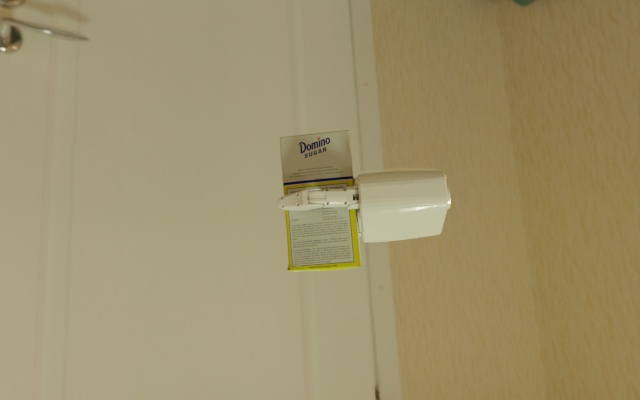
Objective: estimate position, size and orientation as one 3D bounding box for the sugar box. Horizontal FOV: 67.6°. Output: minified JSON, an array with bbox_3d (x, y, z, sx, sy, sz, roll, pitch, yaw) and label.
[{"bbox_3d":[0.000,0.002,0.622,0.093,0.176,0.048,-5,-11,6],"label":"sugar box"}]
